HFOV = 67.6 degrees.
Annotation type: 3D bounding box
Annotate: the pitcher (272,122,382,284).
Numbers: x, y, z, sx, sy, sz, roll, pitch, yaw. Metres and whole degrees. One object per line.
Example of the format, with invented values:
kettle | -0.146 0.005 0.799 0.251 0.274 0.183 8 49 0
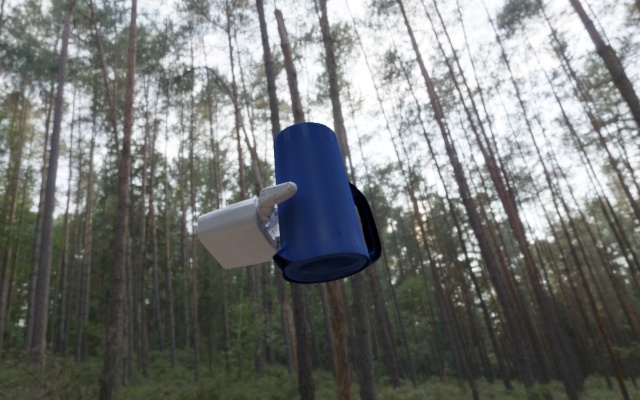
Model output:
pitcher | 0.000 0.003 0.760 0.145 0.242 0.149 -15 -26 12
